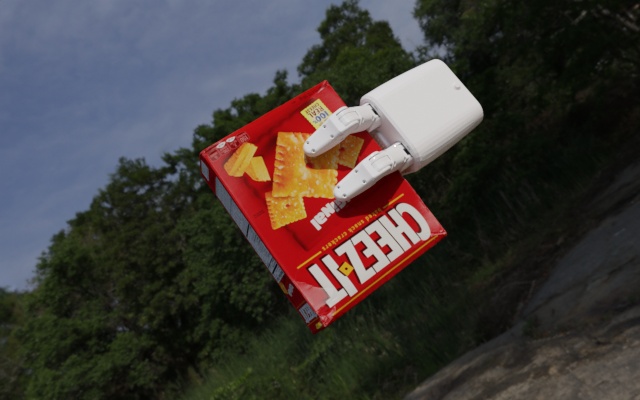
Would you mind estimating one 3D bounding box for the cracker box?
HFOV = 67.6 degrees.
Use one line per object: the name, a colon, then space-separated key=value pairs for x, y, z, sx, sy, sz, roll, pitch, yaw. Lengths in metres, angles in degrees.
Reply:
cracker box: x=0.000 y=0.002 z=0.502 sx=0.164 sy=0.213 sz=0.072 roll=-33 pitch=-11 yaw=-20
